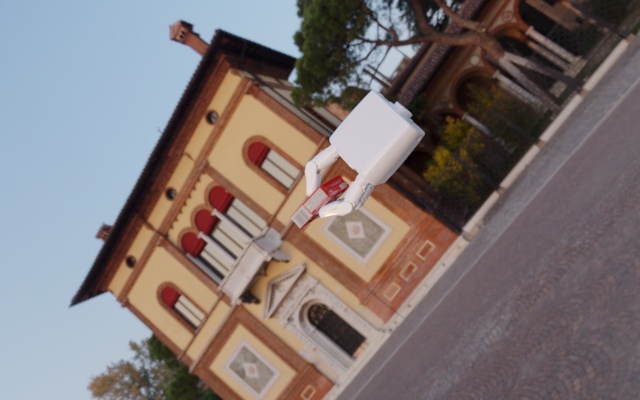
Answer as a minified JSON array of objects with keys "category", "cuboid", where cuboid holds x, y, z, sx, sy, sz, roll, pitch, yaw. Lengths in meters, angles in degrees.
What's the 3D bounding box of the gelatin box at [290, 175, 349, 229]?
[{"category":"gelatin box","cuboid":[0.000,0.003,0.806,0.089,0.030,0.073,-46,-8,31]}]
